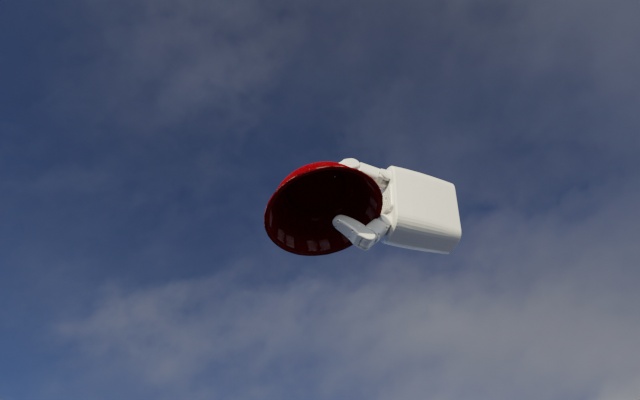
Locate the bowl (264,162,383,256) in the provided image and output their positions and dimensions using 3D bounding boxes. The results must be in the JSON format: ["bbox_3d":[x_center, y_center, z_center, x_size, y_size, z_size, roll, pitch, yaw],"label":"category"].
[{"bbox_3d":[-0.001,0.001,0.649,0.162,0.162,0.055,0,42,-17],"label":"bowl"}]
